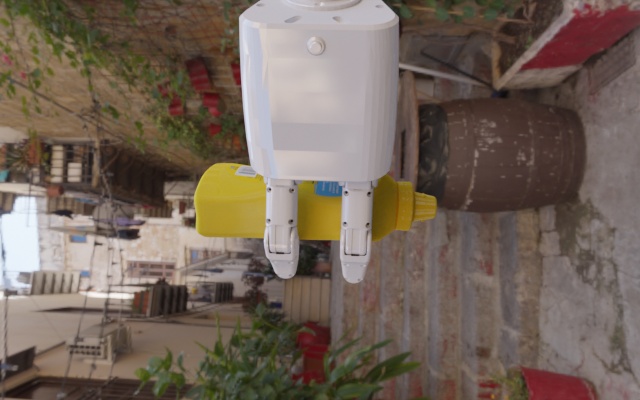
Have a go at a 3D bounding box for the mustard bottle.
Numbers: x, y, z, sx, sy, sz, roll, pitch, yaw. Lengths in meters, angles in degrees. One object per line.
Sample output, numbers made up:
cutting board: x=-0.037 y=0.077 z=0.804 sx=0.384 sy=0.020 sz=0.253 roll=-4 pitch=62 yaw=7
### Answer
mustard bottle: x=0.000 y=0.002 z=0.403 sx=0.191 sy=0.058 sz=0.096 roll=2 pitch=16 yaw=3
